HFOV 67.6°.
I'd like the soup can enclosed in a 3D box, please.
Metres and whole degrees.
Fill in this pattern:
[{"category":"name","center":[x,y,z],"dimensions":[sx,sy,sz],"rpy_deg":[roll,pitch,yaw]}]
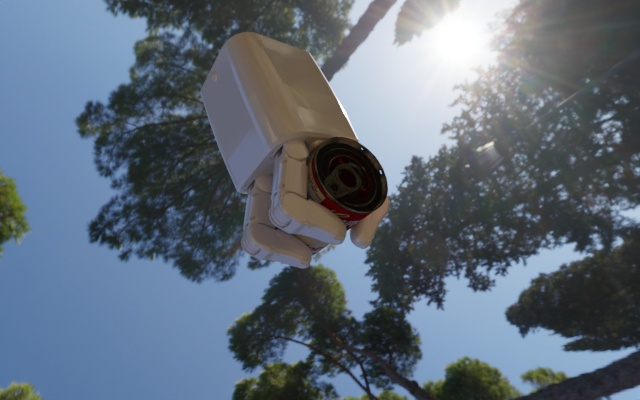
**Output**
[{"category":"soup can","center":[0.000,0.002,0.410],"dimensions":[0.068,0.068,0.102],"rpy_deg":[0,-27,-34]}]
